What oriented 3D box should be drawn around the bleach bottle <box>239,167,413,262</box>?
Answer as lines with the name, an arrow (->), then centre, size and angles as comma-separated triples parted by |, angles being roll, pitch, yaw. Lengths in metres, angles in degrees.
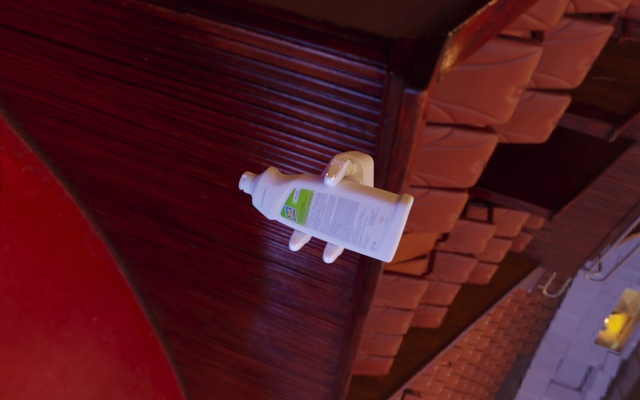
bleach bottle -> 0.000, 0.002, 0.702 | 0.251, 0.102, 0.068 | 19, 14, 12
